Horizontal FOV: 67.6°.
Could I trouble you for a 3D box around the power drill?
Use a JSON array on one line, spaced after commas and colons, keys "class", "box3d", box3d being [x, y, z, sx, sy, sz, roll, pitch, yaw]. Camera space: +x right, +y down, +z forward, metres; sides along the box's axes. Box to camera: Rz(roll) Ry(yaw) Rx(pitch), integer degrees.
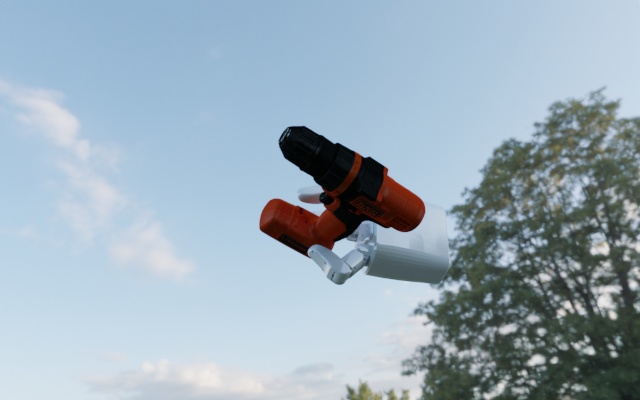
[{"class": "power drill", "box3d": [0.000, 0.002, 0.565, 0.184, 0.057, 0.188, 32, -34, -18]}]
